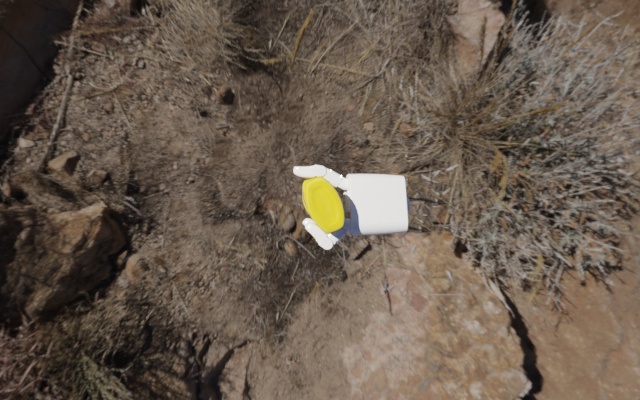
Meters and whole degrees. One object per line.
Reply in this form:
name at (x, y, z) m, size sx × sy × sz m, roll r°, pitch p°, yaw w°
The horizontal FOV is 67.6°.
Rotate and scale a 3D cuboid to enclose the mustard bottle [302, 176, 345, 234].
mustard bottle at (0.000, 0.003, 0.879) m, size 0.058 × 0.096 × 0.191 m, roll -26°, pitch 5°, yaw -3°
